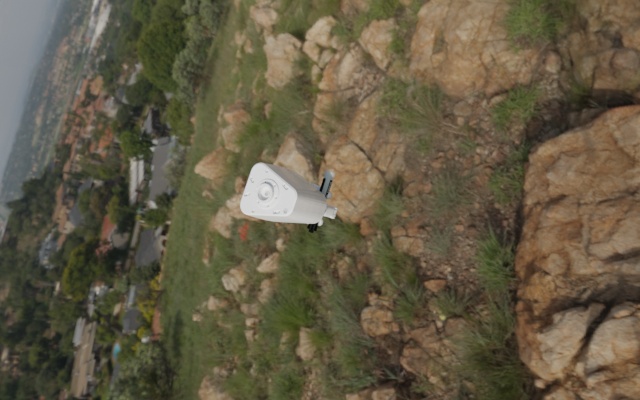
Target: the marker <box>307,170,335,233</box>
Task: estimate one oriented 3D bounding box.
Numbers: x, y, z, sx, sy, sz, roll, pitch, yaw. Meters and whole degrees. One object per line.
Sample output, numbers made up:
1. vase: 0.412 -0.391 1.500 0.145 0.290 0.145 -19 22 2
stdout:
1. marker: 0.000 0.003 0.898 0.020 0.121 0.020 18 2 -1
